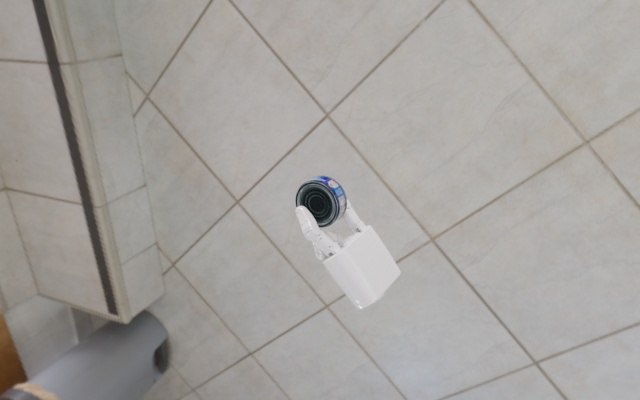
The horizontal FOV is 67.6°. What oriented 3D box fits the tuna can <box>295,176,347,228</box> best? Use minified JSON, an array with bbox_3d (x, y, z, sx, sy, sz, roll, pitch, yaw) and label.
[{"bbox_3d":[0.000,0.003,0.817,0.086,0.086,0.033,0,17,30],"label":"tuna can"}]
